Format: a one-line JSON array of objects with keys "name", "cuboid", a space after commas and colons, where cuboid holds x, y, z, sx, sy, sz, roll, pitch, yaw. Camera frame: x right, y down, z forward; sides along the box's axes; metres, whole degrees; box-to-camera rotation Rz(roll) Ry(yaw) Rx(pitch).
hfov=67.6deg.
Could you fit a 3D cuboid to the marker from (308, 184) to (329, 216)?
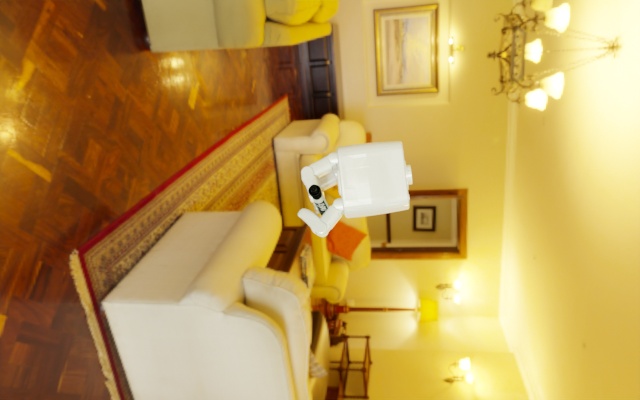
[{"name": "marker", "cuboid": [0.000, 0.002, 0.754, 0.020, 0.020, 0.121, 0, -19, 10]}]
